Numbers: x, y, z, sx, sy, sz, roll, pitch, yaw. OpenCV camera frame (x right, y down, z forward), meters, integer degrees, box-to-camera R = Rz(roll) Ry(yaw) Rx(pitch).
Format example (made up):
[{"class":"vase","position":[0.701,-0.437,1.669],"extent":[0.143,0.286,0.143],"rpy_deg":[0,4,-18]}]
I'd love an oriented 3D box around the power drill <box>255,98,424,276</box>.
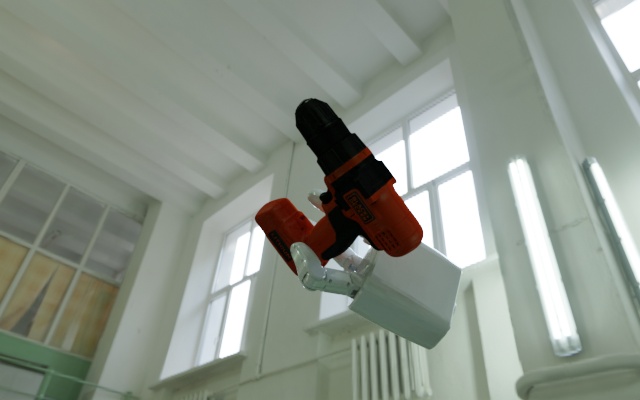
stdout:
[{"class":"power drill","position":[0.000,0.002,0.529],"extent":[0.057,0.184,0.188],"rpy_deg":[-36,1,-39]}]
